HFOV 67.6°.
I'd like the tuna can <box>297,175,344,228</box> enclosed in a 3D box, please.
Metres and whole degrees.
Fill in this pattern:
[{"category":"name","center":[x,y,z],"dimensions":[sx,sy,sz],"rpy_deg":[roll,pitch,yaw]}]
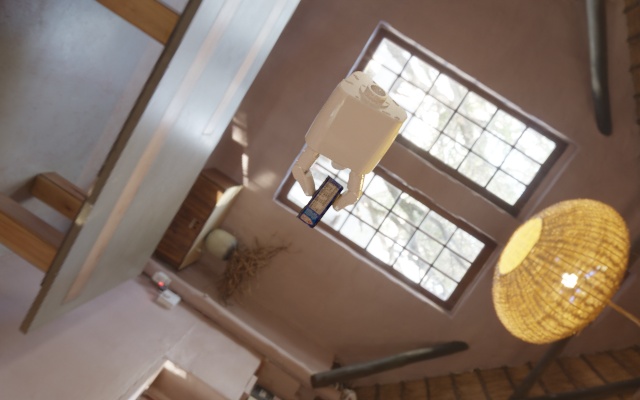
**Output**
[{"category":"tuna can","center":[0.001,0.003,0.765],"dimensions":[0.034,0.086,0.086],"rpy_deg":[37,-1,-1]}]
